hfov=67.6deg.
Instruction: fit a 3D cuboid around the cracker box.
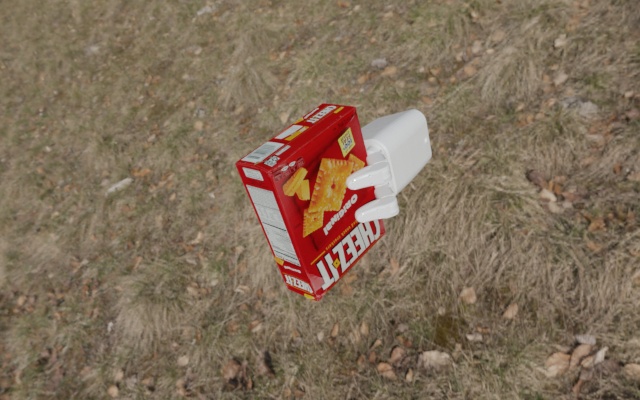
[{"bbox_3d":[0.000,0.002,0.644,0.072,0.214,0.164,16,45,43],"label":"cracker box"}]
